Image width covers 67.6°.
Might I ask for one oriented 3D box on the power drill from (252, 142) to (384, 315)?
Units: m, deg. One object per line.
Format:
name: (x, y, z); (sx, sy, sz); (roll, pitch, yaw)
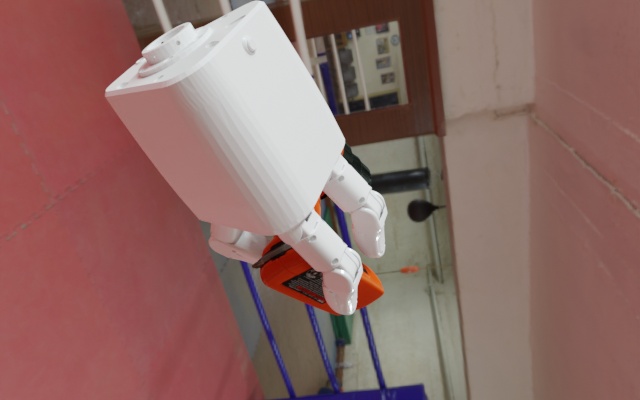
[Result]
power drill: (0.000, 0.002, 0.424); (0.057, 0.187, 0.184); (-33, -43, 25)
